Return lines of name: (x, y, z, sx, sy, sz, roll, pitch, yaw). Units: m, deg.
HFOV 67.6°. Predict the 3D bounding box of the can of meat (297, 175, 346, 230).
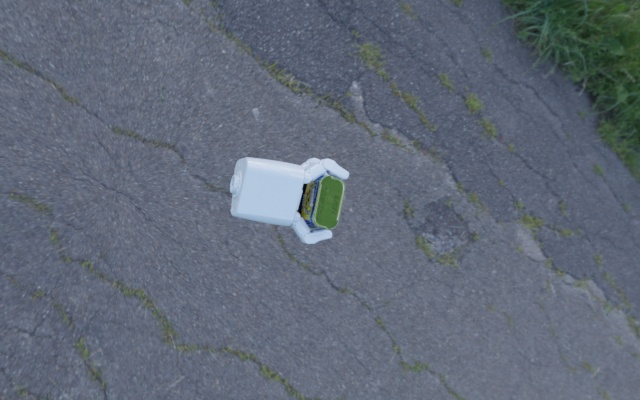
can of meat: (0.000, 0.003, 0.890, 0.057, 0.102, 0.084, 12, -4, -22)
